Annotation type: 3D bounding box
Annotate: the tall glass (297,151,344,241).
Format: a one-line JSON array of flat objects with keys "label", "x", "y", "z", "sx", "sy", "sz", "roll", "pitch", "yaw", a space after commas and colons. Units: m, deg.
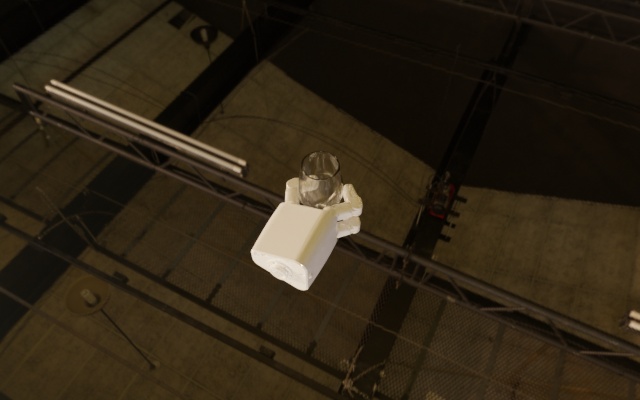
[{"label": "tall glass", "x": 0.000, "y": 0.003, "z": 0.839, "sx": 0.079, "sy": 0.079, "sz": 0.201, "roll": 0, "pitch": -37, "yaw": 0}]
